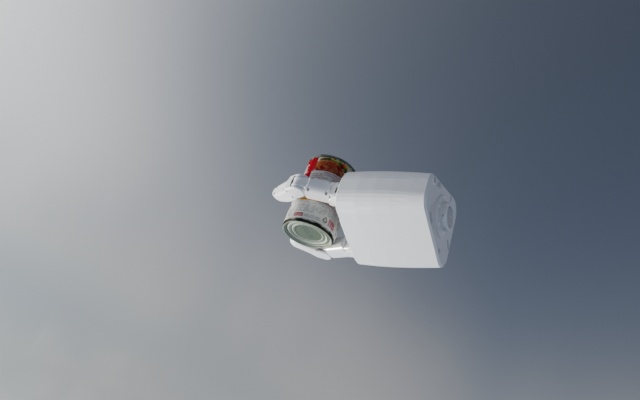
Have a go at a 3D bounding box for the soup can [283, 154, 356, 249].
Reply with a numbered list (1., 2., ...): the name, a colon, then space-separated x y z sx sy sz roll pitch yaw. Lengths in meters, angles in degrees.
1. soup can: 0.000 0.002 0.606 0.068 0.102 0.068 16 -30 9
